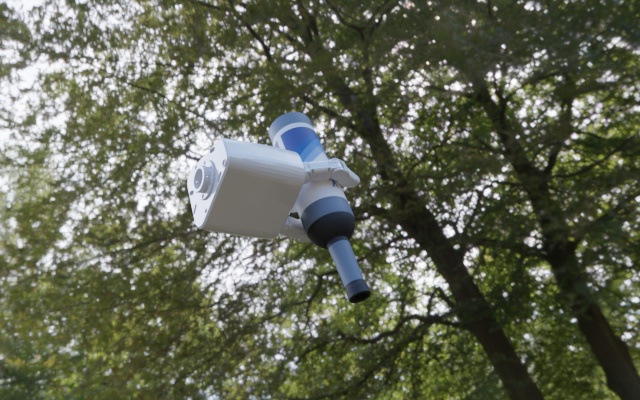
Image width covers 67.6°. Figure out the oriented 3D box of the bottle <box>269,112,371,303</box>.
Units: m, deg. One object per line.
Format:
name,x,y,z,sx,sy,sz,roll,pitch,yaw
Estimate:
bottle,0.000,0.002,0.639,0.069,0.295,0.069,-15,-36,-11
